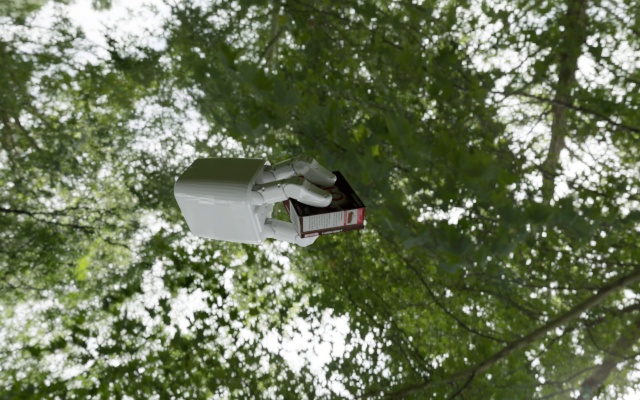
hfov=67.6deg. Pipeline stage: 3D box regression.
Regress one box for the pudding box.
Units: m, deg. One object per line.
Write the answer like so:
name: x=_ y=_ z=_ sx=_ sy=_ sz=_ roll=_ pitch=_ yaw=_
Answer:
pudding box: x=0.000 y=0.002 z=0.643 sx=0.090 sy=0.039 sz=0.113 roll=-9 pitch=33 yaw=-14
